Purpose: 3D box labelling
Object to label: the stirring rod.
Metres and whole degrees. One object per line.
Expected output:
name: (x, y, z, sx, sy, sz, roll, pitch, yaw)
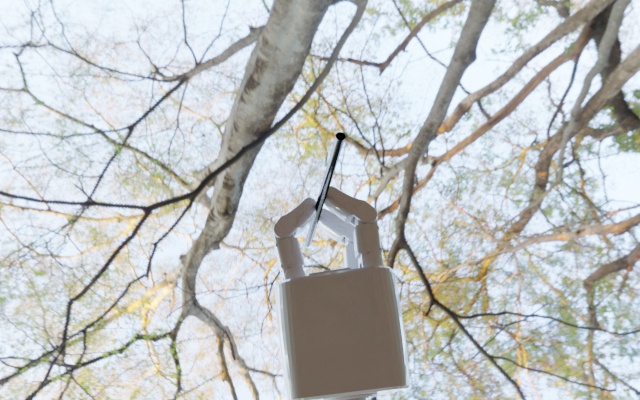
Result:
stirring rod: (0.000, 0.002, 0.480, 0.011, 0.011, 0.240, 0, -25, -8)
